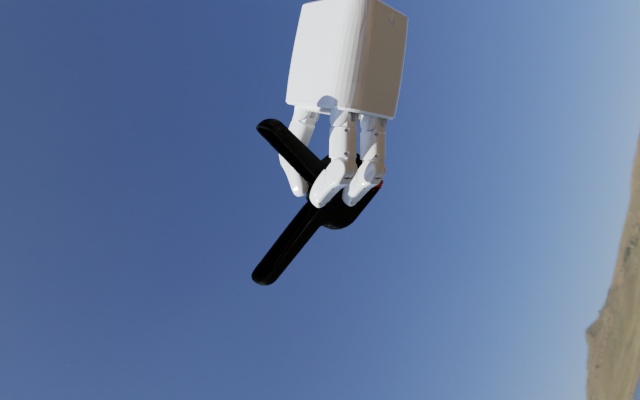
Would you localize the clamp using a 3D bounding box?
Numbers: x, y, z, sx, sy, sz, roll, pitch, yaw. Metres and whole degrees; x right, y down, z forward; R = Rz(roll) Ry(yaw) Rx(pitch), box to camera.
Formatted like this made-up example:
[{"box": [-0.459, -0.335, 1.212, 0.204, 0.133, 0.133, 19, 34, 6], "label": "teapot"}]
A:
[{"box": [0.000, 0.001, 0.528, 0.036, 0.164, 0.210, 16, 12, 36], "label": "clamp"}]
